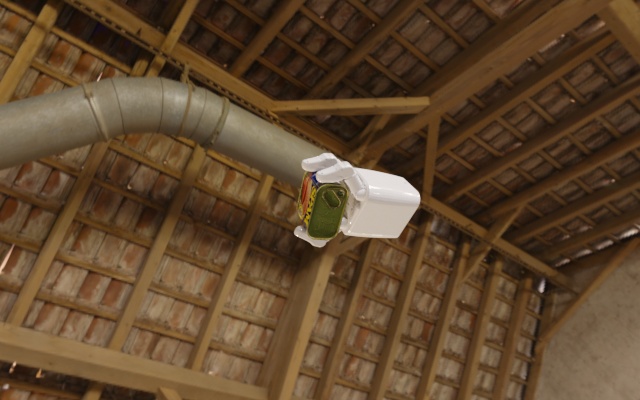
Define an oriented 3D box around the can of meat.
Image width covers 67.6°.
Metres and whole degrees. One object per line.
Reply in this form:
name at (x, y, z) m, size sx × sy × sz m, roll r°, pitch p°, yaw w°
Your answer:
can of meat at (0.000, 0.003, 0.811) m, size 0.057 × 0.102 × 0.084 m, roll 5°, pitch 25°, yaw -21°
